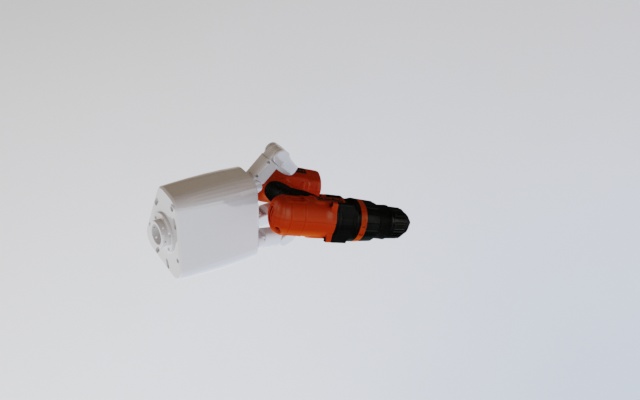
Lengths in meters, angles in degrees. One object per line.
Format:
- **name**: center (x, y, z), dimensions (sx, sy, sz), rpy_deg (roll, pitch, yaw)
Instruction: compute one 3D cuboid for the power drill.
- **power drill**: center (0.000, 0.002, 0.627), dimensions (0.184, 0.057, 0.187), rpy_deg (7, 12, -27)
